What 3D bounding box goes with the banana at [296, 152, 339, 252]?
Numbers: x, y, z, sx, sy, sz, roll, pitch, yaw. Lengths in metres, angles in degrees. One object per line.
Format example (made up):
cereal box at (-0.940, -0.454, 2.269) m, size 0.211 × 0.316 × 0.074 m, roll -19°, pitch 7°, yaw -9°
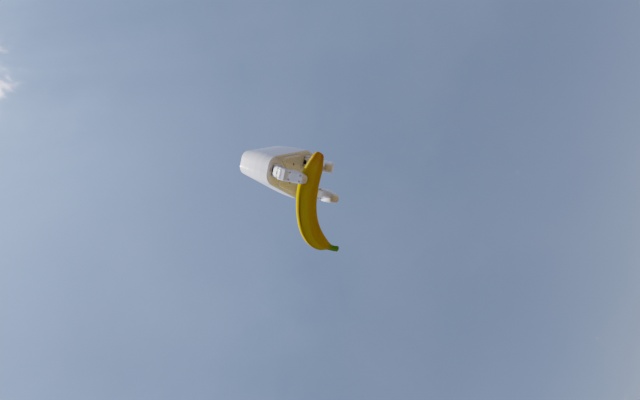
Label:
banana at (-0.014, 0.012, 0.870) m, size 0.069 × 0.198 × 0.037 m, roll -23°, pitch 25°, yaw -33°
